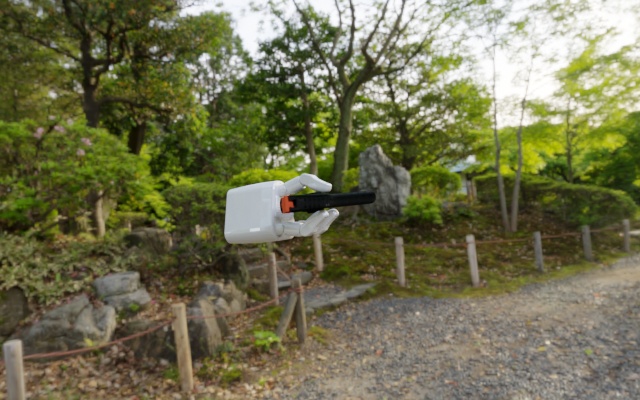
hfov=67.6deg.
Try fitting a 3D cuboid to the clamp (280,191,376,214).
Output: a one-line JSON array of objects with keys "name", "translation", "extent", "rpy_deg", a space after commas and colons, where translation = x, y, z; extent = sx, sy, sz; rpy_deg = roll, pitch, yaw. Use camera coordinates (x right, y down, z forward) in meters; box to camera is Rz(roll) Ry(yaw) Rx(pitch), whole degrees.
[{"name": "clamp", "translation": [0.000, 0.002, 0.857], "extent": [0.164, 0.036, 0.210], "rpy_deg": [-9, -3, 21]}]
